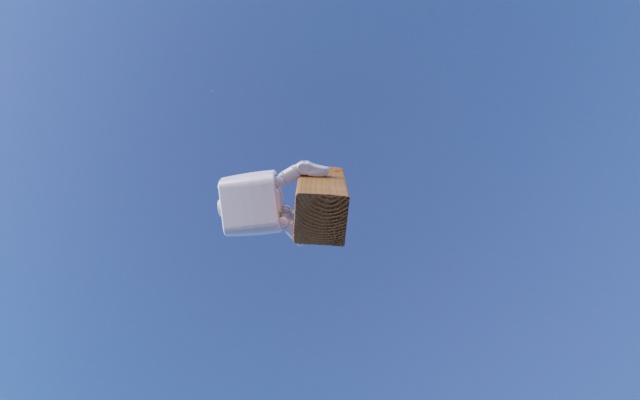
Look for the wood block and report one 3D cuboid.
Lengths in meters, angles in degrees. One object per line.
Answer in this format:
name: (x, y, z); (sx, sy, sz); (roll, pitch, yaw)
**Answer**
wood block: (0.000, 0.003, 0.883); (0.090, 0.091, 0.206); (4, 17, -2)
